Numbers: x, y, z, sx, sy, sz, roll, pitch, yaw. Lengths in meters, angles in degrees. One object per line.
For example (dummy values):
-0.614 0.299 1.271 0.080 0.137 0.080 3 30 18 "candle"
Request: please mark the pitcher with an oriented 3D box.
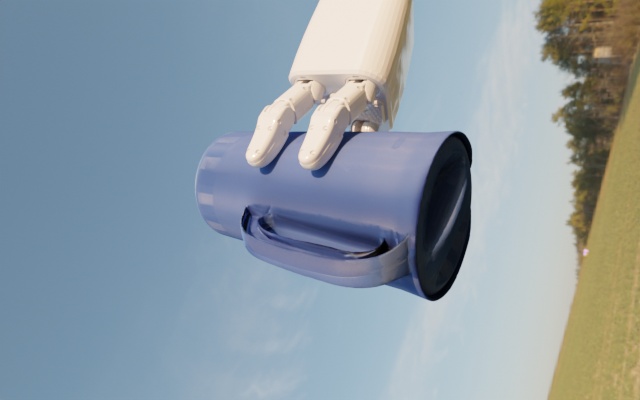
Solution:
0.000 0.001 0.424 0.243 0.145 0.149 9 -16 33 "pitcher"
